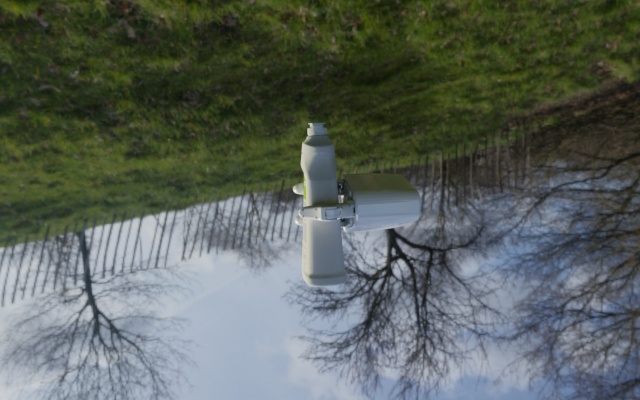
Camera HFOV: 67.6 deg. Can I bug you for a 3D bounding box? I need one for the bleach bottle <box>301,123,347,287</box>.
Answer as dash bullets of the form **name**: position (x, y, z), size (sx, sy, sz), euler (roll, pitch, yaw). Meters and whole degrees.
- **bleach bottle**: position (0.000, 0.003, 0.764), size (0.068, 0.251, 0.102), euler (-3, 7, -9)
